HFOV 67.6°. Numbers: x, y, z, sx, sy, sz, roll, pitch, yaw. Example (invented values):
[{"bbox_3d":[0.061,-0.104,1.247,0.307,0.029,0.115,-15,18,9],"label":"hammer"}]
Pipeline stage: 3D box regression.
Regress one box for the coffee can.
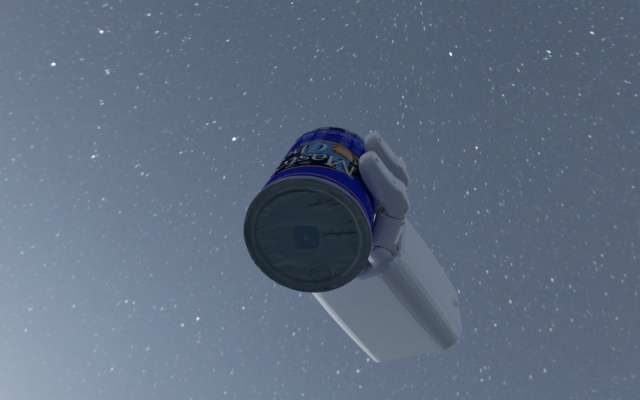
[{"bbox_3d":[0.000,0.001,0.435,0.103,0.103,0.140,0,25,11],"label":"coffee can"}]
